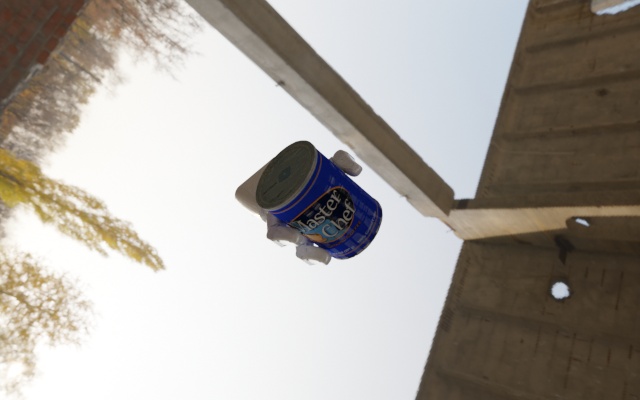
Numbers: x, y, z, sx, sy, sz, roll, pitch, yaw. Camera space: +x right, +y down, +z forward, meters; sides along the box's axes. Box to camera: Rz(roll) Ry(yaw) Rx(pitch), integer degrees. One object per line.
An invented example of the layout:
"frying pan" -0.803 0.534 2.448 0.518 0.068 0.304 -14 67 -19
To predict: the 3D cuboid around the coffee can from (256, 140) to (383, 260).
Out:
"coffee can" 0.000 0.002 0.632 0.140 0.102 0.103 38 -23 -33
